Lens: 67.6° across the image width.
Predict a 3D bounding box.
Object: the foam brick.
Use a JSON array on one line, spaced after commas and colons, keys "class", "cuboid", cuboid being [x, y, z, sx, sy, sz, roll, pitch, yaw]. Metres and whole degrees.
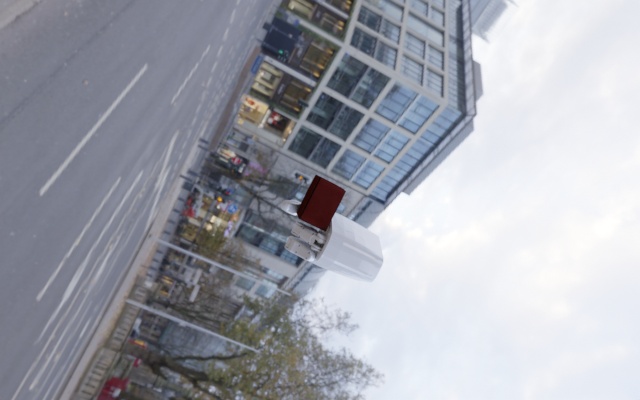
[{"class": "foam brick", "cuboid": [0.000, 0.002, 0.801, 0.051, 0.078, 0.053, 26, 5, -10]}]
